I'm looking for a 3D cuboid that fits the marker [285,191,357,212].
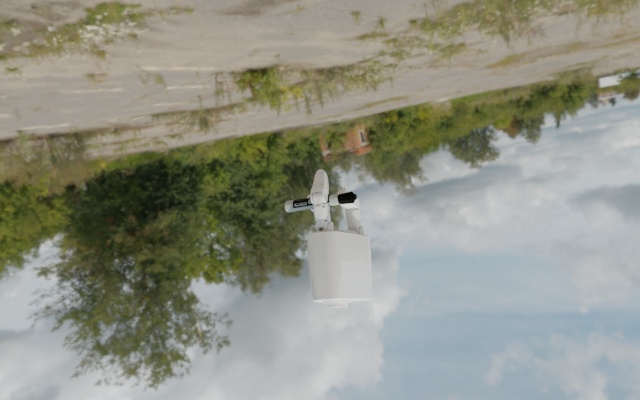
[{"bbox_3d":[0.000,0.002,0.759,0.121,0.020,0.020,-8,-3,23],"label":"marker"}]
